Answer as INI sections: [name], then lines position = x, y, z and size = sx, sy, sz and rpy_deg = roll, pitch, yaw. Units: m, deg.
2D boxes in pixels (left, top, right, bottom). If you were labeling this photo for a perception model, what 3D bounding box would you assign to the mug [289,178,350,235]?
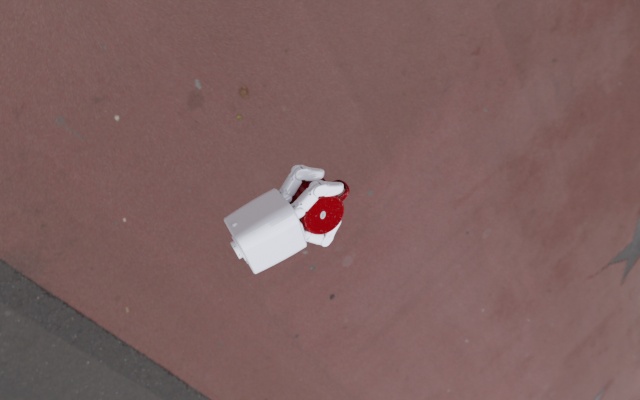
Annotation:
[mug]
position = 0.001, 0.002, 0.859
size = 0.117, 0.093, 0.081
rpy_deg = -30, 37, -11
